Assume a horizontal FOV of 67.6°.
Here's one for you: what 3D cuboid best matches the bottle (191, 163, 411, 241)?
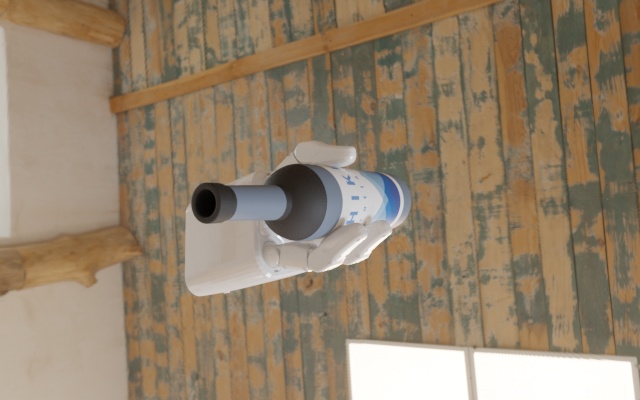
[{"bbox_3d":[0.000,0.001,0.439,0.069,0.069,0.296,0,0,31],"label":"bottle"}]
